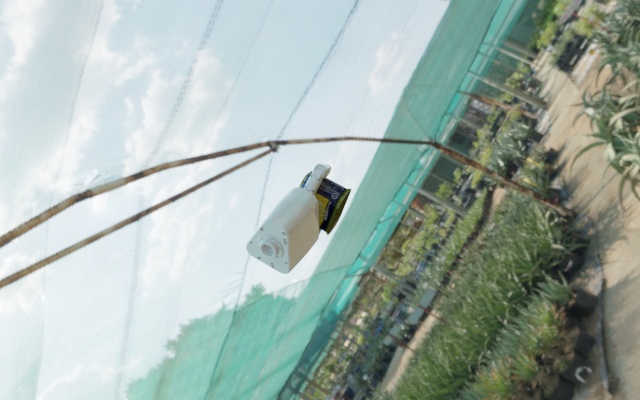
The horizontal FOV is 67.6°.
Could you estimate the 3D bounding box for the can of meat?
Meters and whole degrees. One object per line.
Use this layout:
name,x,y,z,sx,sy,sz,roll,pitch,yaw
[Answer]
can of meat,0.000,0.003,0.900,0.084,0.102,0.057,29,44,10
